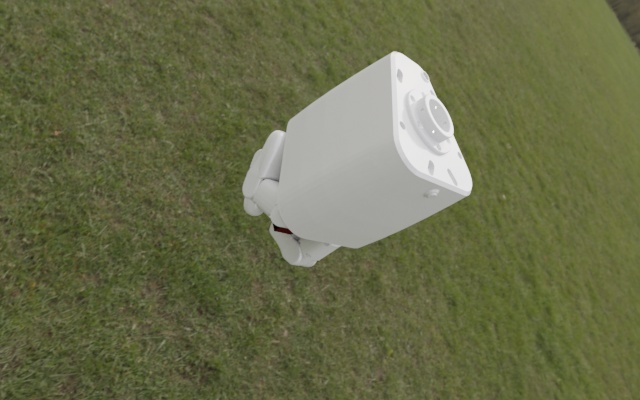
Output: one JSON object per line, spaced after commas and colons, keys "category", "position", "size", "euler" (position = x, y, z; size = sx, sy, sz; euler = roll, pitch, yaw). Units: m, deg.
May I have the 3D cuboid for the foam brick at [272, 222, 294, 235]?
{"category": "foam brick", "position": [0.000, 0.001, 0.425], "size": [0.051, 0.053, 0.078], "euler": [-29, -30, 37]}
